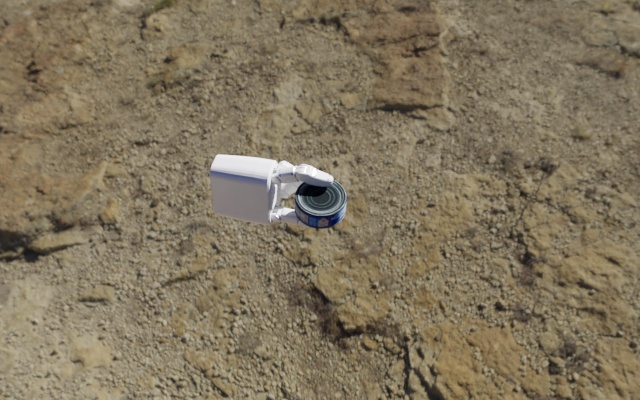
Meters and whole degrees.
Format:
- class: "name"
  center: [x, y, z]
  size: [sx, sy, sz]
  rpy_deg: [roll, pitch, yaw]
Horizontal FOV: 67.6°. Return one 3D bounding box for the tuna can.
- class: "tuna can"
  center: [0.000, 0.002, 0.780]
  size: [0.086, 0.086, 0.034]
  rpy_deg: [0, -40, -2]
